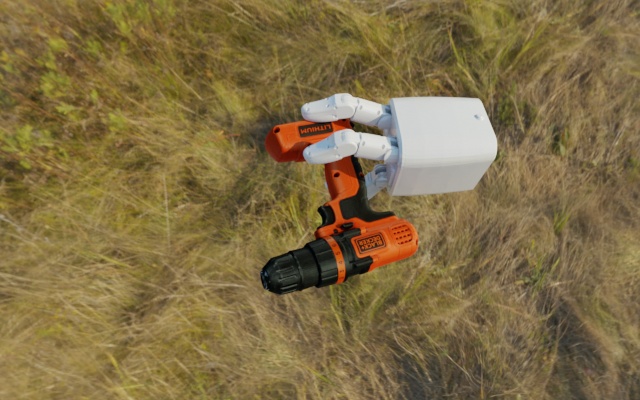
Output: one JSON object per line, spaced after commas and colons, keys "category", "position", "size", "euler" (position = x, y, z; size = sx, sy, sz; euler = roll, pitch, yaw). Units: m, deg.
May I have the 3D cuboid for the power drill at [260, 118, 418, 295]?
{"category": "power drill", "position": [0.000, 0.001, 0.540], "size": [0.184, 0.187, 0.057], "euler": [-13, -18, -24]}
